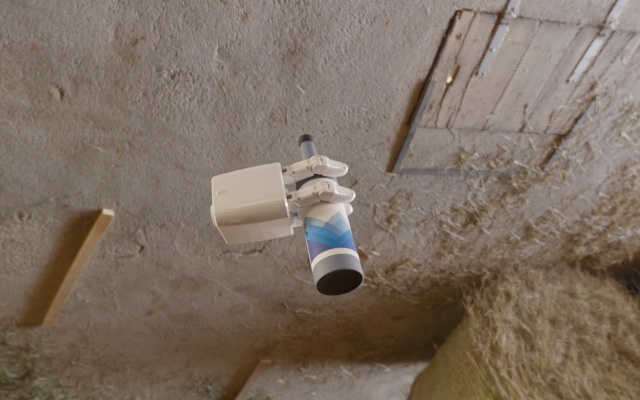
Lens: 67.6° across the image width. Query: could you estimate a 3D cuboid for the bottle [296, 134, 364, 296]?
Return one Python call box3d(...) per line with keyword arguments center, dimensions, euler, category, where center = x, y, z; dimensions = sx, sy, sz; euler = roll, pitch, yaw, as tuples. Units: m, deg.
box3d(center=(0.000, 0.003, 0.735), dimensions=(0.069, 0.295, 0.069), euler=(-8, -41, -7), category="bottle")
